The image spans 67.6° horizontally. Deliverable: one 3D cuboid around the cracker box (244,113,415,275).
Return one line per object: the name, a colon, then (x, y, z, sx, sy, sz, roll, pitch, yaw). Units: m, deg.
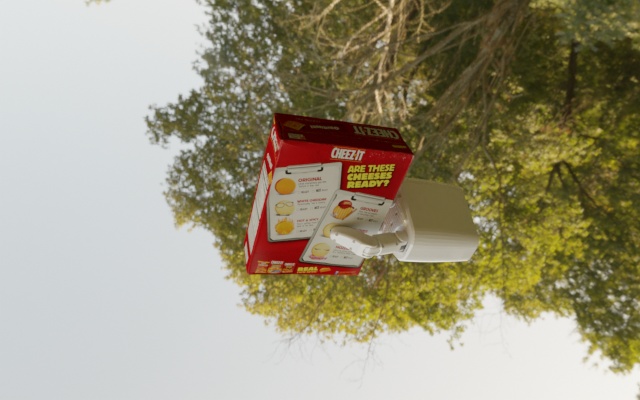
cracker box: (0.000, 0.002, 0.615, 0.164, 0.214, 0.072, 4, 38, -20)
